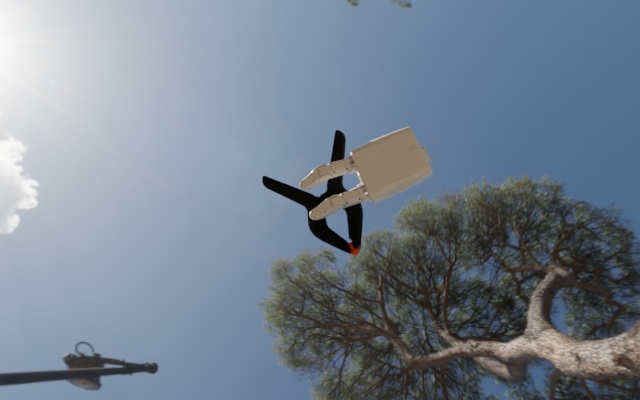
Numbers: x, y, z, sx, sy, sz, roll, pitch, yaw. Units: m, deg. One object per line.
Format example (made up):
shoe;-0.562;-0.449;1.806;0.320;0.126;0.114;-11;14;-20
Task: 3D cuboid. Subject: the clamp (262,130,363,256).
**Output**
clamp;0.001;0.003;0.803;0.164;0.210;0.036;-25;-19;9
